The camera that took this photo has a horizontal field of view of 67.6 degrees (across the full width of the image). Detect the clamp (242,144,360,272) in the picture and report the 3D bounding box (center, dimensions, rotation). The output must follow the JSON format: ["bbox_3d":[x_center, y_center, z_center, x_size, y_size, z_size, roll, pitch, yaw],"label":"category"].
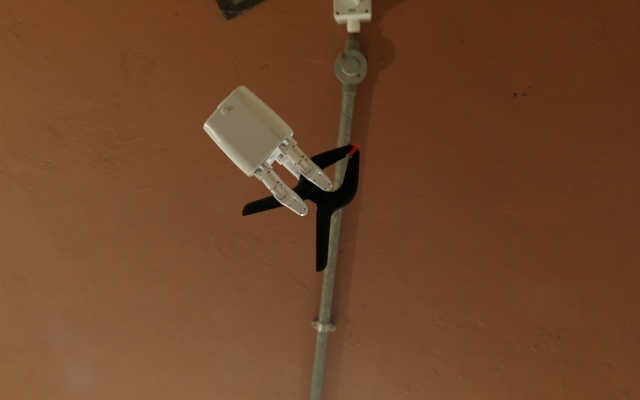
[{"bbox_3d":[0.000,0.002,0.763,0.210,0.164,0.036,-45,5,10],"label":"clamp"}]
